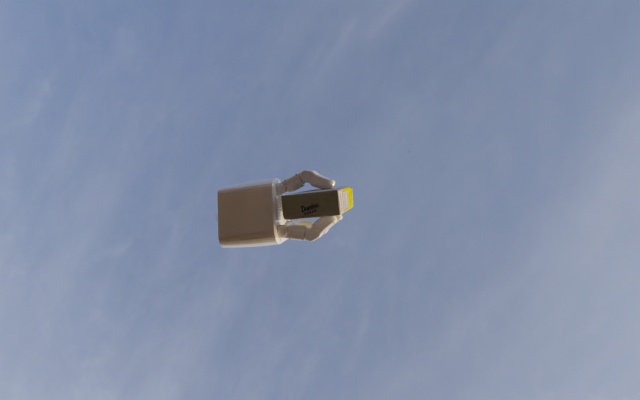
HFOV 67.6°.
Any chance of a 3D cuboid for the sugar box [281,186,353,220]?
[{"bbox_3d":[0.000,0.003,0.813,0.093,0.048,0.176,-6,5,11],"label":"sugar box"}]
